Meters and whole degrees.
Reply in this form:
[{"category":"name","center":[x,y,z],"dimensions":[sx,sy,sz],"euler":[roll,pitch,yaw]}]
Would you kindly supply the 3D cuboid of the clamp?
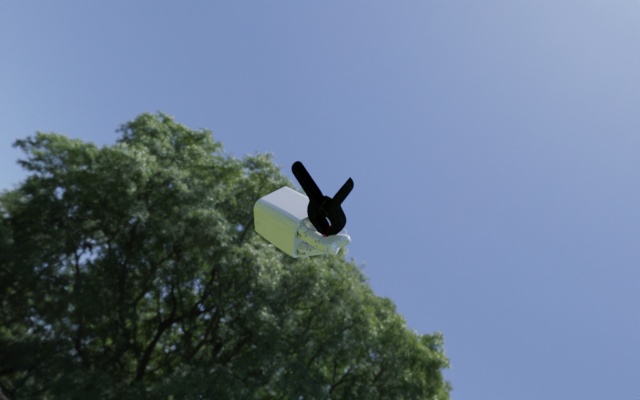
[{"category":"clamp","center":[0.001,0.003,0.864],"dimensions":[0.120,0.172,0.039],"euler":[30,51,23]}]
